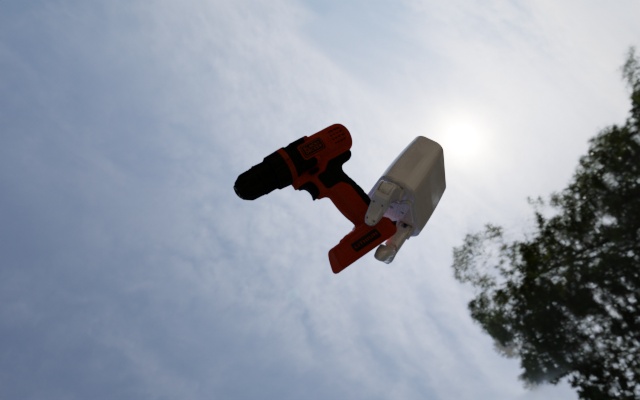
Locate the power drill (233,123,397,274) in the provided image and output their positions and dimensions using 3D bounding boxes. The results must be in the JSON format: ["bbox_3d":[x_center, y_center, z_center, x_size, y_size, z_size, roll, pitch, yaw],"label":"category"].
[{"bbox_3d":[0.001,0.002,0.650,0.184,0.187,0.057,-30,-8,-17],"label":"power drill"}]
